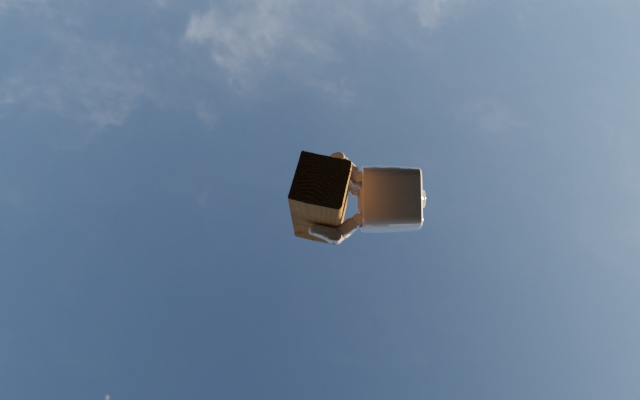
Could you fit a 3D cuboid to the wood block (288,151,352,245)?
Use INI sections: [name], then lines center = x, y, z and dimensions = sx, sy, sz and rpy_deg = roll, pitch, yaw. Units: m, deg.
[wood block]
center = 0.000, 0.003, 0.865
dimensions = 0.090, 0.090, 0.206
rpy_deg = 12, -21, 5
